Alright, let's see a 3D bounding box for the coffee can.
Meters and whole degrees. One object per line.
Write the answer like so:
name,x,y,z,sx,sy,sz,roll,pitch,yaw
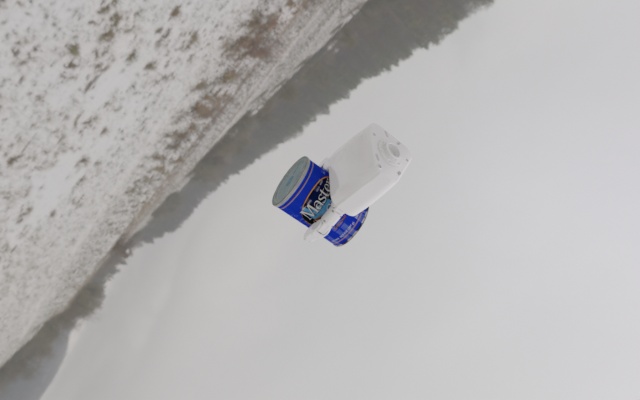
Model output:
coffee can,0.000,0.003,0.845,0.140,0.103,0.103,35,-12,-18
